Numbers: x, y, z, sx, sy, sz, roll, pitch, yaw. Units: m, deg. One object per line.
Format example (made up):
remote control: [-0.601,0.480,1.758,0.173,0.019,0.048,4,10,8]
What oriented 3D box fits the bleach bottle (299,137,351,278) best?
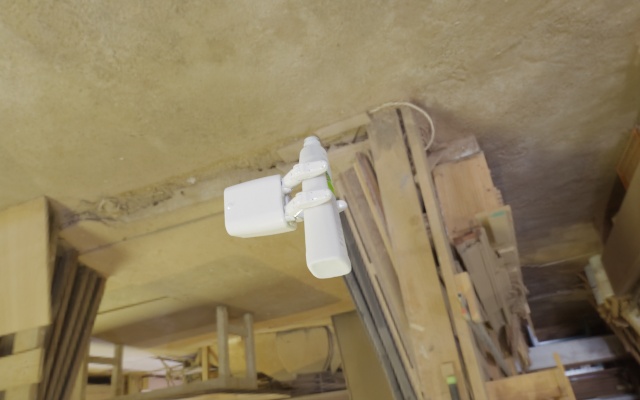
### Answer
bleach bottle: [0.000,0.003,0.848,0.068,0.250,0.103,-12,-27,8]
